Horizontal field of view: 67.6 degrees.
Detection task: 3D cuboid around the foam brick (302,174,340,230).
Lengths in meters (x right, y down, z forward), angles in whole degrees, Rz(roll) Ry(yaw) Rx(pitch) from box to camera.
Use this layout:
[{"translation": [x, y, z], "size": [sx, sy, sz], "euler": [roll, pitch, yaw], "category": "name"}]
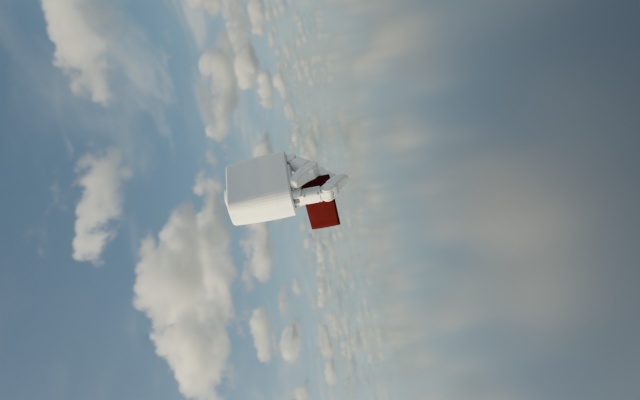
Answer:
[{"translation": [0.000, 0.003, 0.830], "size": [0.051, 0.078, 0.053], "euler": [-13, 35, 1], "category": "foam brick"}]
